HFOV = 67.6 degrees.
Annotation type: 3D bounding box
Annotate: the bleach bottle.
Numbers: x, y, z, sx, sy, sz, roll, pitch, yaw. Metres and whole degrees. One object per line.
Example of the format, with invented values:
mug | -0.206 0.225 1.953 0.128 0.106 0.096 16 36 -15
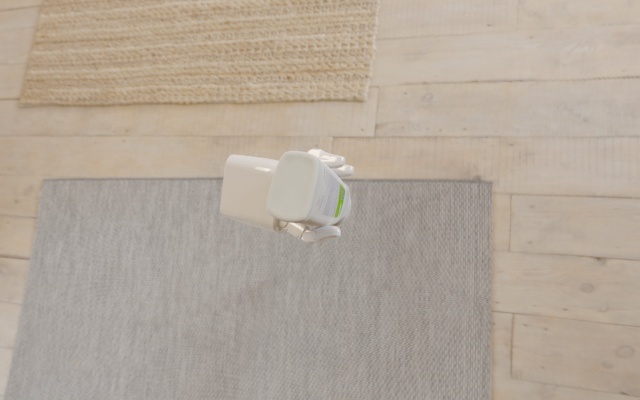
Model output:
bleach bottle | 0.000 0.002 0.757 0.068 0.102 0.251 12 -8 20
